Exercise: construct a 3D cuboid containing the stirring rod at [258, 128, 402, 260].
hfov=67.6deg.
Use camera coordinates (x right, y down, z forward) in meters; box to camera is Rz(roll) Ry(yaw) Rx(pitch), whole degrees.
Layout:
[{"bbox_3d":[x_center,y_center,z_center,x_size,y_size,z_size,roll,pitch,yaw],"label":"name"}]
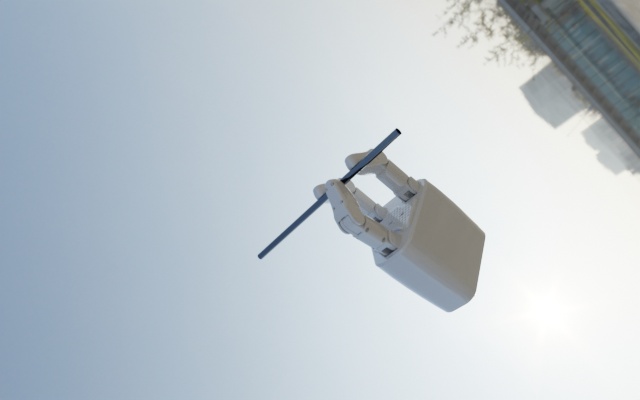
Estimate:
[{"bbox_3d":[0.000,0.002,0.519,0.011,0.011,0.240,0,-34,-48],"label":"stirring rod"}]
